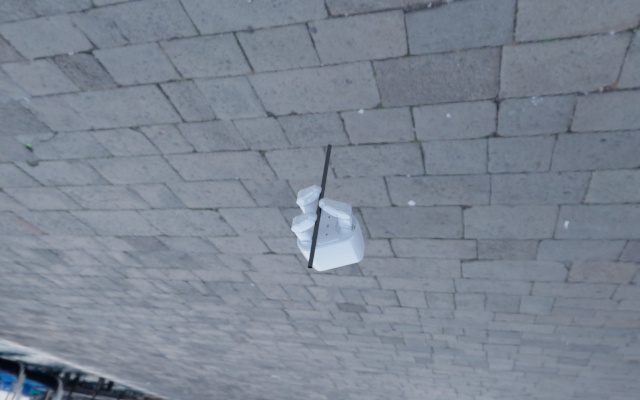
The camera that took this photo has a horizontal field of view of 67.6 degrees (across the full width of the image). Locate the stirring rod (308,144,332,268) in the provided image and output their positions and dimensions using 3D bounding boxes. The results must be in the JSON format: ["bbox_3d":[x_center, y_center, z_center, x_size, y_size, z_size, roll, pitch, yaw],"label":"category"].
[{"bbox_3d":[0.000,0.003,0.812,0.011,0.239,0.011,7,-30,4],"label":"stirring rod"}]
